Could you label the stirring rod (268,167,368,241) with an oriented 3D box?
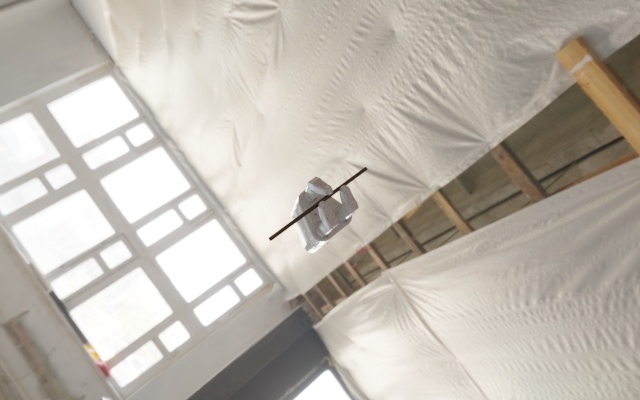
[{"bbox_3d":[0.000,0.003,0.882,0.239,0.011,0.011,-36,16,-24],"label":"stirring rod"}]
